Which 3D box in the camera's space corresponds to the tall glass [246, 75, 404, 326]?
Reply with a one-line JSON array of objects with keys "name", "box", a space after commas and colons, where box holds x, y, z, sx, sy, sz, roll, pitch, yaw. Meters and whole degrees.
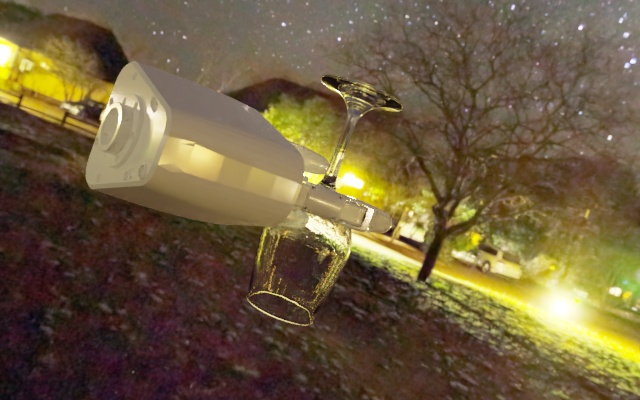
[{"name": "tall glass", "box": [0.000, 0.001, 0.409, 0.079, 0.201, 0.079, 21, 3, -1]}]
